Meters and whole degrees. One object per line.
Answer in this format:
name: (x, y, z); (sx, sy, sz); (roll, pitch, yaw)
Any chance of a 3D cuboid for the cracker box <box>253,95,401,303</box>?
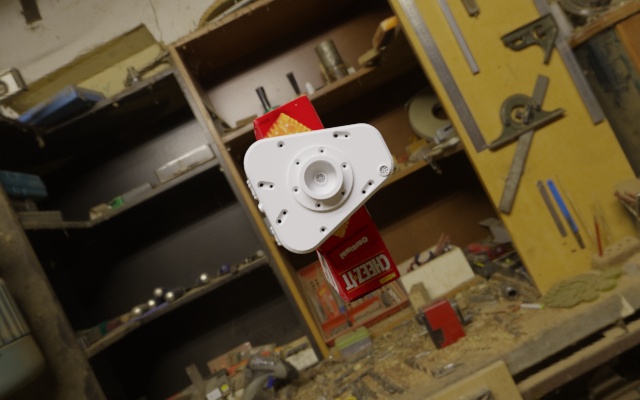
cracker box: (0.000, 0.002, 0.565); (0.072, 0.213, 0.164); (-27, 0, -4)
